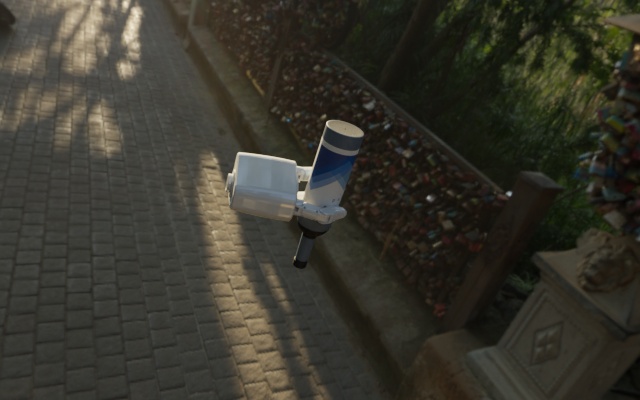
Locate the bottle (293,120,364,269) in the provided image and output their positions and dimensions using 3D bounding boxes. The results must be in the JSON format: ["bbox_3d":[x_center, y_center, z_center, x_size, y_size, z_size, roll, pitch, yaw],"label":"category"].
[{"bbox_3d":[0.000,0.003,0.867,0.069,0.296,0.069,14,29,-8],"label":"bottle"}]
